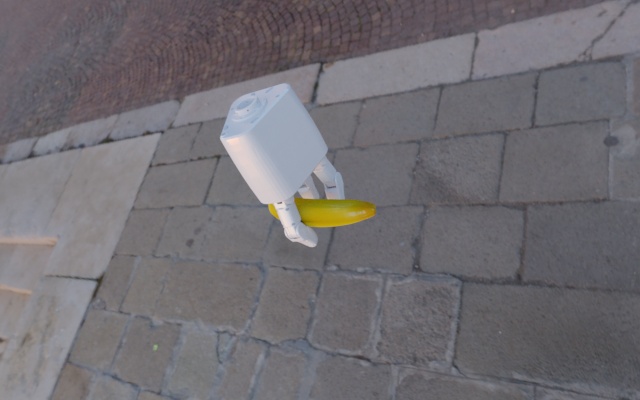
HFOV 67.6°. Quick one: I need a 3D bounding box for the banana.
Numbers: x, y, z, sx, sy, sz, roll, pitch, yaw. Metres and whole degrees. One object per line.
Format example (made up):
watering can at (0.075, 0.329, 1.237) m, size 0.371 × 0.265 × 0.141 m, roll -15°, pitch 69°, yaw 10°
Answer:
banana at (-0.015, 0.010, 0.660) m, size 0.069 × 0.037 × 0.198 m, roll -31°, pitch 25°, yaw -34°
